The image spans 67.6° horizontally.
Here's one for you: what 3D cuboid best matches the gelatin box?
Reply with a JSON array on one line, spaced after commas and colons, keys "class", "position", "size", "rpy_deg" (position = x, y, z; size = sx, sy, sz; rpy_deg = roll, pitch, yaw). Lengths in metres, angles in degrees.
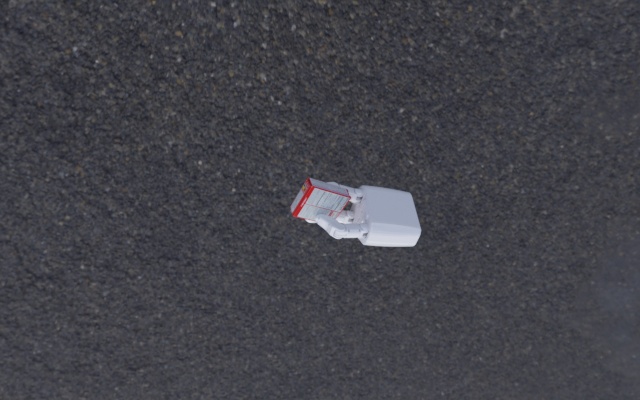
[{"class": "gelatin box", "position": [0.000, 0.003, 0.873], "size": [0.089, 0.073, 0.030], "rpy_deg": [15, 33, -30]}]
